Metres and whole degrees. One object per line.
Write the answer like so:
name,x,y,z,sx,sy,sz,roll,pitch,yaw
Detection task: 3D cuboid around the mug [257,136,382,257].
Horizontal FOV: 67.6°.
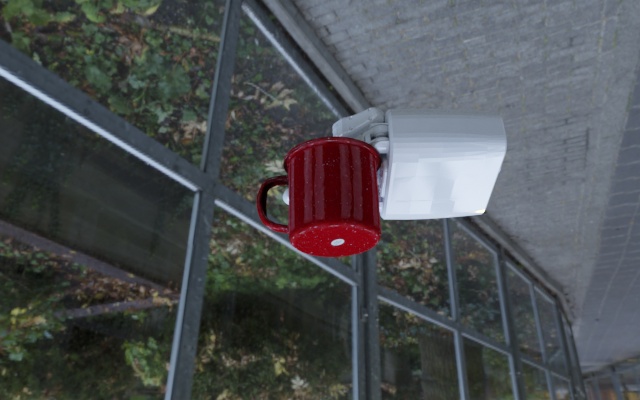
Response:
mug,-0.001,0.002,0.434,0.117,0.081,0.093,-2,-26,1
